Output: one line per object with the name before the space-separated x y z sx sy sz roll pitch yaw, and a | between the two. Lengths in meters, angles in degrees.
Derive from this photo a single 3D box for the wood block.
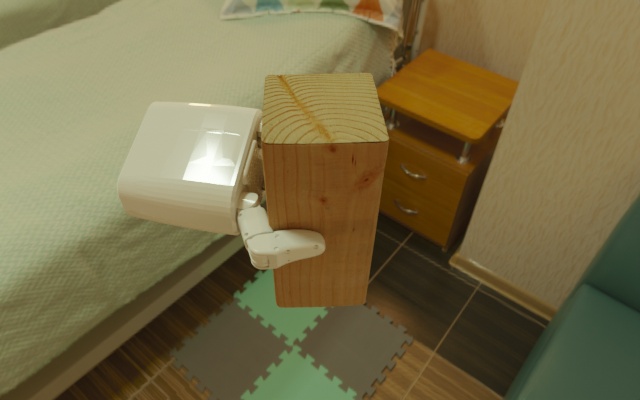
wood block | 0.000 0.002 0.428 0.090 0.090 0.206 -1 -44 -2
